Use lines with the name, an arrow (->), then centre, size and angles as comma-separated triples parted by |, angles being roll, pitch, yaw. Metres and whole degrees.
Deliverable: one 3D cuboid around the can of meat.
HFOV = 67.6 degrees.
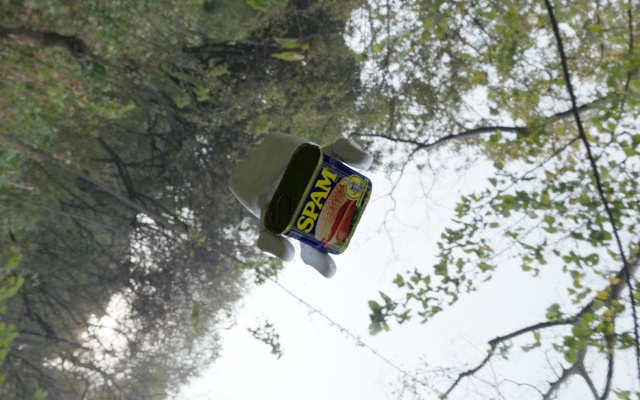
can of meat -> 0.000, 0.002, 0.522 | 0.084, 0.102, 0.057 | 26, -1, -33
